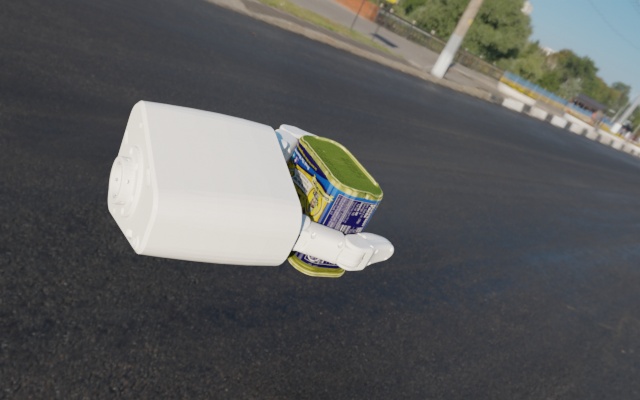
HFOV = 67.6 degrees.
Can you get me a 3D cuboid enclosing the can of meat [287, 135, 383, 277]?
[{"bbox_3d":[0.000,0.001,0.418,0.057,0.084,0.102,10,29,-34],"label":"can of meat"}]
